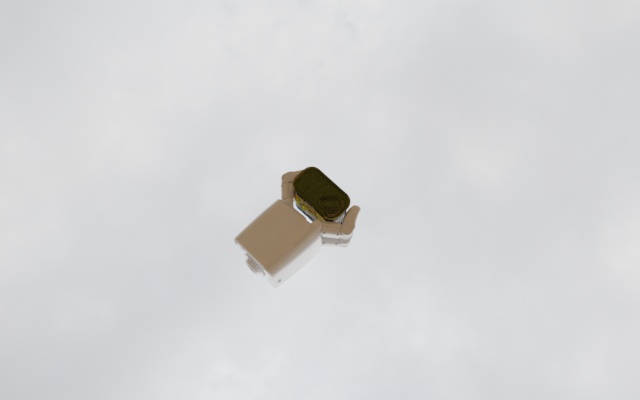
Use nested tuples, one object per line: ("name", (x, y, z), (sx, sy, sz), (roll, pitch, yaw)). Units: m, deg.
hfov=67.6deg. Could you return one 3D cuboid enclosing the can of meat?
("can of meat", (0.000, 0.003, 0.829), (0.102, 0.057, 0.084), (42, -19, 15))
